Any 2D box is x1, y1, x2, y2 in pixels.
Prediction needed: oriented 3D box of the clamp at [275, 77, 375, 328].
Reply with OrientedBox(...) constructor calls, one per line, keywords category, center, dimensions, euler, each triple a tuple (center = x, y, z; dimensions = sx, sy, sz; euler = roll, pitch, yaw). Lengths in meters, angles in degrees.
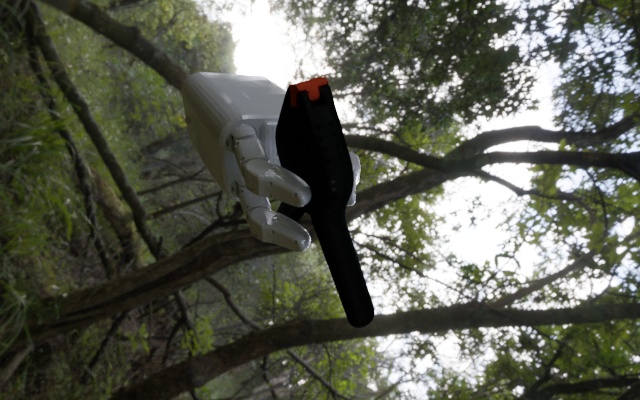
OrientedBox(category="clamp", center=(0.001, 0.001, 0.410), dimensions=(0.036, 0.210, 0.164), euler=(-23, 48, -25))
